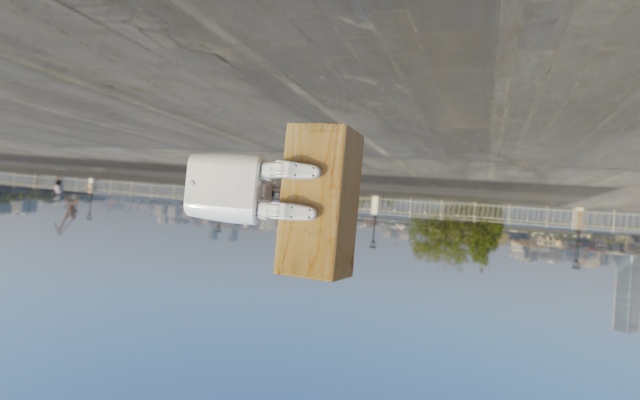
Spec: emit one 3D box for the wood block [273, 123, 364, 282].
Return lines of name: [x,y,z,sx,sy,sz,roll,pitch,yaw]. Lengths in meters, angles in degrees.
wood block: [0.000,0.002,0.671,0.090,0.206,0.091,4,-2,20]
